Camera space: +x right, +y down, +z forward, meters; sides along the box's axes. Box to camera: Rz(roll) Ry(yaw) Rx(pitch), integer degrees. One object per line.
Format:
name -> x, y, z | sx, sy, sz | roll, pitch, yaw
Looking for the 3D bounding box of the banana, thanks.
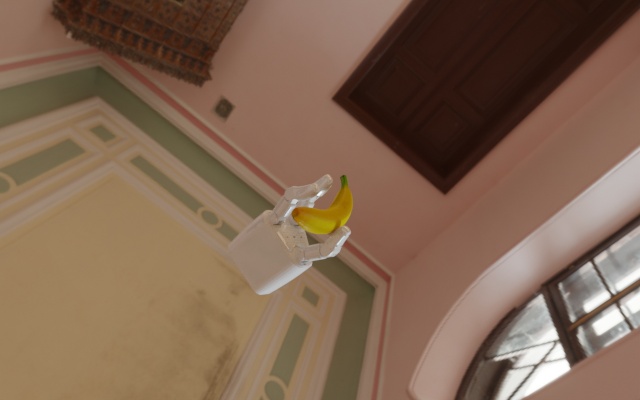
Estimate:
banana -> 0.011, 0.017, 0.753 | 0.037, 0.069, 0.197 | -29, 4, 28
